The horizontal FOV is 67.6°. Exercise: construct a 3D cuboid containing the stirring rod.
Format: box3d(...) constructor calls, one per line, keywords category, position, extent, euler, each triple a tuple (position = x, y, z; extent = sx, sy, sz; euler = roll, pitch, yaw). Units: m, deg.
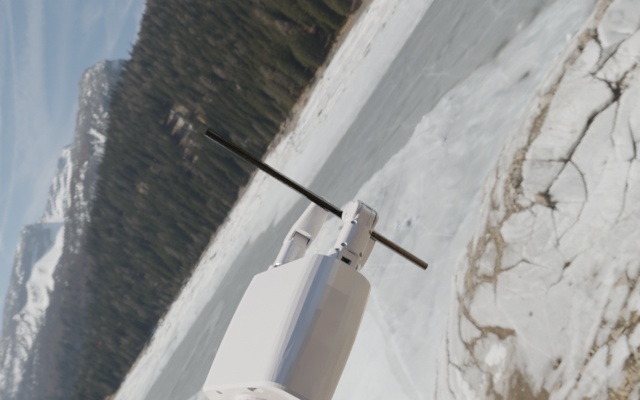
box3d(category="stirring rod", position=(0.000, 0.002, 0.442), extent=(0.239, 0.011, 0.011), euler=(32, -5, -8))
